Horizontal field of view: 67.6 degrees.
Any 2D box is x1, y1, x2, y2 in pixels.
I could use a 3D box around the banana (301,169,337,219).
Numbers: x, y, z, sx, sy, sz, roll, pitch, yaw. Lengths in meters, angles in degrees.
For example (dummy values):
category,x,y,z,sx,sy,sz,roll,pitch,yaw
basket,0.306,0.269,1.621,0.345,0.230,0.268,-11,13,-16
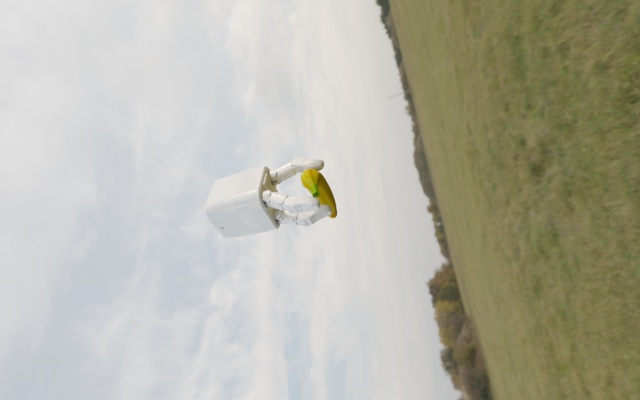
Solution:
category,x,y,z,sx,sy,sz,roll,pitch,yaw
banana,-0.004,-0.016,0.867,0.037,0.069,0.198,-13,-15,10
